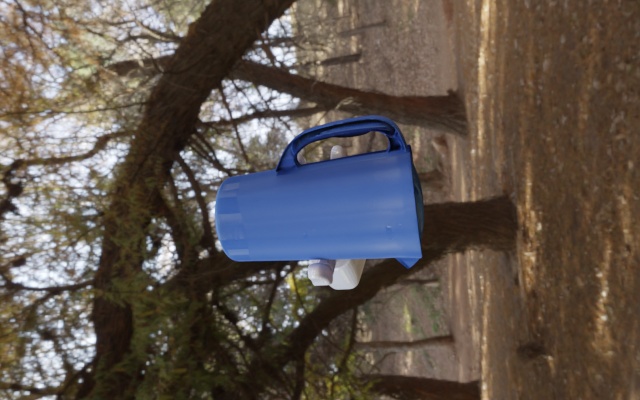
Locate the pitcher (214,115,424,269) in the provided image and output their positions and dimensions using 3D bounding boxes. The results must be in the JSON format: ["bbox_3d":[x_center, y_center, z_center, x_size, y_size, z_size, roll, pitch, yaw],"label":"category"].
[{"bbox_3d":[0.000,0.002,0.579,0.243,0.149,0.145,-6,-26,12],"label":"pitcher"}]
